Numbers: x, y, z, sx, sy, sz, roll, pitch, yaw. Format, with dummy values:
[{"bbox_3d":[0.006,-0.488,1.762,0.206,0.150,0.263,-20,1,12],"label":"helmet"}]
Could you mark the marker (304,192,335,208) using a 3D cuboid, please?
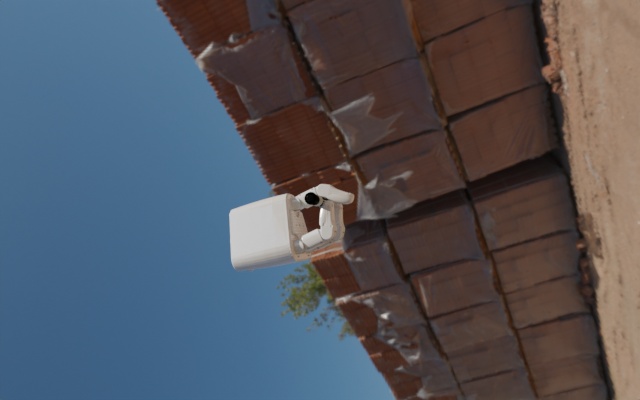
[{"bbox_3d":[0.000,0.002,0.742,0.020,0.020,0.121,0,-6,16],"label":"marker"}]
